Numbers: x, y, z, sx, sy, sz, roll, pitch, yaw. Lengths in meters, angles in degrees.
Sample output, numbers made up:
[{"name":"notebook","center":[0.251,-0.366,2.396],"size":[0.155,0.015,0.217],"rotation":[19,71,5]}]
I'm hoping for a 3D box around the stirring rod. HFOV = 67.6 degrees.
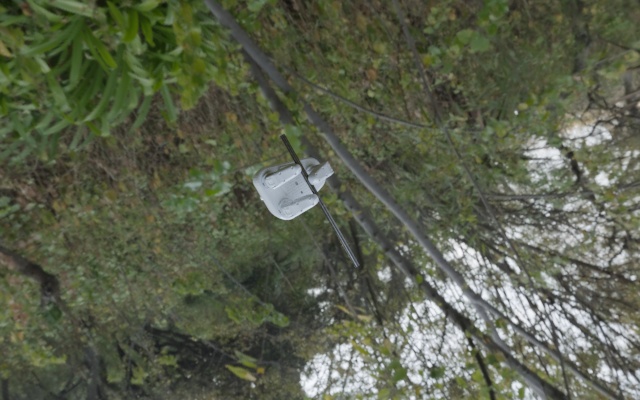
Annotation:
[{"name":"stirring rod","center":[0.000,0.002,0.750],"size":[0.011,0.239,0.011],"rotation":[-29,9,5]}]
